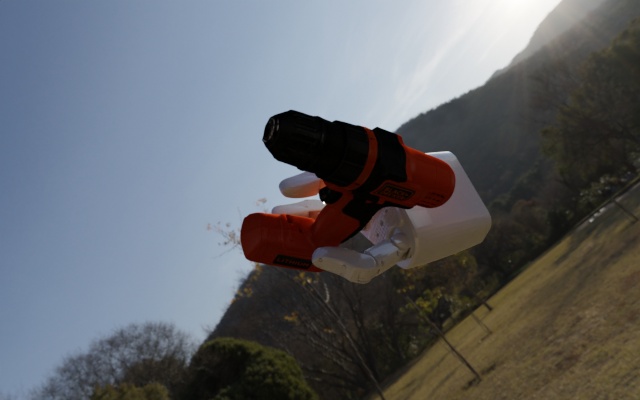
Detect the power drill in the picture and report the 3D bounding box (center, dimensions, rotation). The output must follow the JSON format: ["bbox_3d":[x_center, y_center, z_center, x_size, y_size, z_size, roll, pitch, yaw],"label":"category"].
[{"bbox_3d":[0.000,0.002,0.436,0.184,0.057,0.188,16,-36,-31],"label":"power drill"}]
